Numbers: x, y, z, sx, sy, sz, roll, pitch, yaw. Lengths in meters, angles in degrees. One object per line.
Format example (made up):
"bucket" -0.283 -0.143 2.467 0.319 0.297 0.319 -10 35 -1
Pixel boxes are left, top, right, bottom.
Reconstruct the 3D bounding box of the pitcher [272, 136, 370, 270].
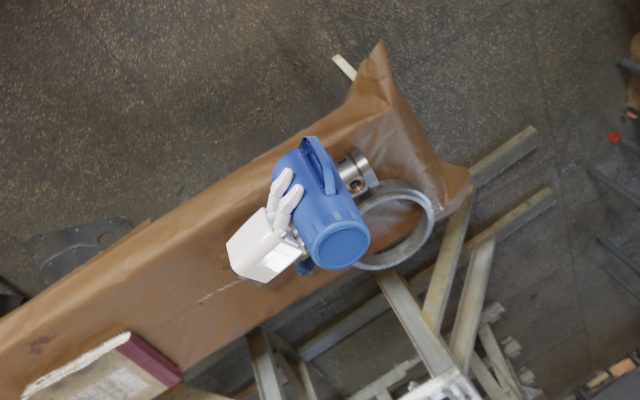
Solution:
"pitcher" 0.000 0.003 0.882 0.149 0.145 0.242 41 13 -38
